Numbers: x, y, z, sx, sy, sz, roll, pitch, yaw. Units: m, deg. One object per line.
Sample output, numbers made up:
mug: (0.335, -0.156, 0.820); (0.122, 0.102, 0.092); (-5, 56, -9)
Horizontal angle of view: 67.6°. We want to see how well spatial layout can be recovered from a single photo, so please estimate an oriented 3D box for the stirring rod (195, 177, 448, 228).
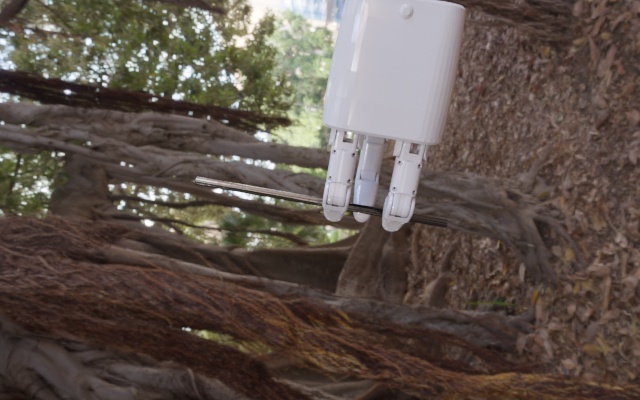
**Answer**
stirring rod: (0.000, 0.001, 0.453); (0.239, 0.011, 0.011); (10, 0, 2)
